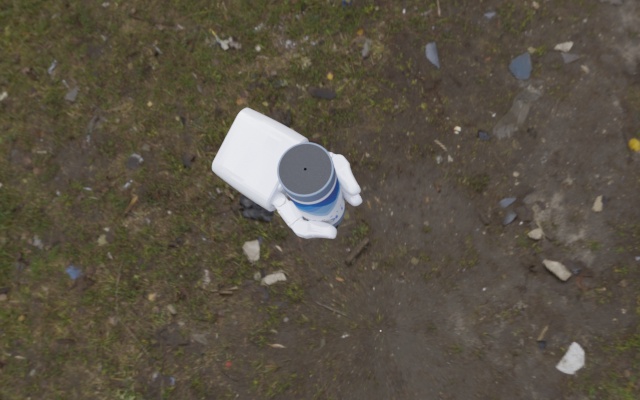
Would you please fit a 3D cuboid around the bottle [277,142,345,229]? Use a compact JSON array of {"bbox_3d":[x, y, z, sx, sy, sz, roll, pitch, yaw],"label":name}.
[{"bbox_3d":[0.000,0.002,0.687,0.069,0.069,0.296,0,-15,7],"label":"bottle"}]
